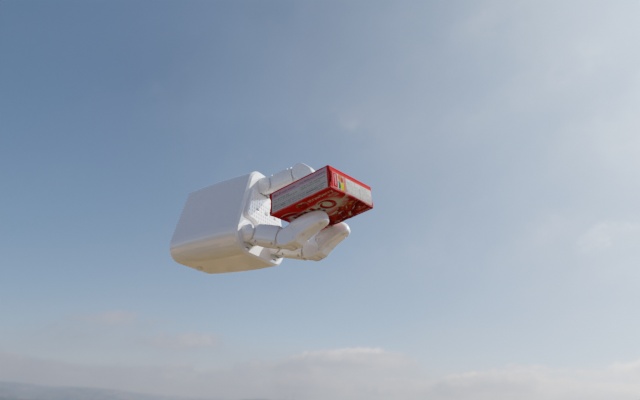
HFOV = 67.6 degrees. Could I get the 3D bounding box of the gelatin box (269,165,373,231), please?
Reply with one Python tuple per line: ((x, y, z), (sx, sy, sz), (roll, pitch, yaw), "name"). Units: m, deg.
((0.000, 0.001, 0.517), (0.089, 0.030, 0.073), (-25, -33, 34), "gelatin box")
